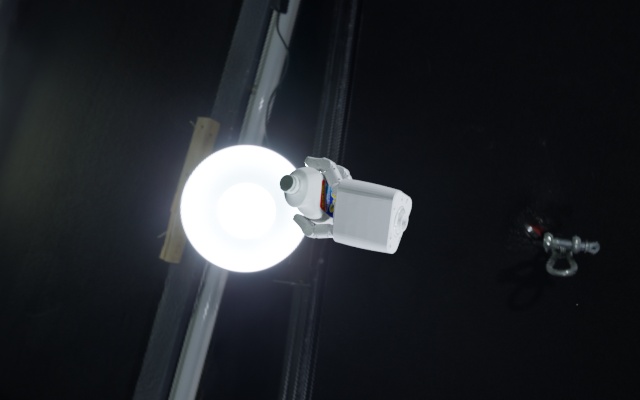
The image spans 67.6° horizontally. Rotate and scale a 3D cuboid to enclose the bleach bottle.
[{"bbox_3d":[0.000,0.003,0.889,0.068,0.102,0.251,12,-5,30],"label":"bleach bottle"}]
